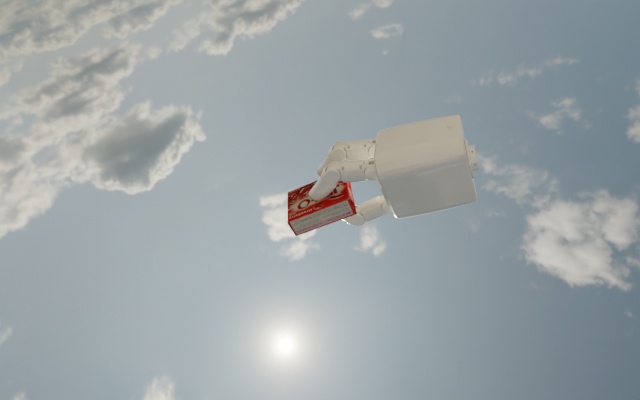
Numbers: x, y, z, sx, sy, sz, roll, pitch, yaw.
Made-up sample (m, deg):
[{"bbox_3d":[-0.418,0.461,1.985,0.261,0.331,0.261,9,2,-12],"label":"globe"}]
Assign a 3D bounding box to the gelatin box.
[{"bbox_3d":[0.000,0.003,0.641,0.089,0.030,0.073,-21,32,10],"label":"gelatin box"}]
